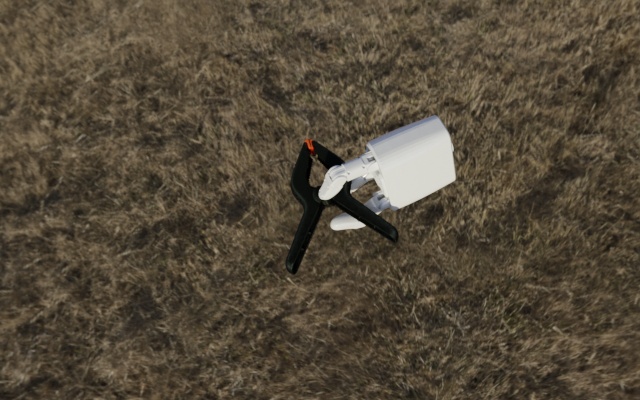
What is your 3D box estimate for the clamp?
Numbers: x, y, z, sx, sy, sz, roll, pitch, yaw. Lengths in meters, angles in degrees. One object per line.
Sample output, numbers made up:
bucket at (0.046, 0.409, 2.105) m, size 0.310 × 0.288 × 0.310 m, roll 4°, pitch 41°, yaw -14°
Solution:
clamp at (0.000, 0.001, 0.710) m, size 0.164 × 0.210 × 0.036 m, roll -23°, pitch -27°, yaw -1°
